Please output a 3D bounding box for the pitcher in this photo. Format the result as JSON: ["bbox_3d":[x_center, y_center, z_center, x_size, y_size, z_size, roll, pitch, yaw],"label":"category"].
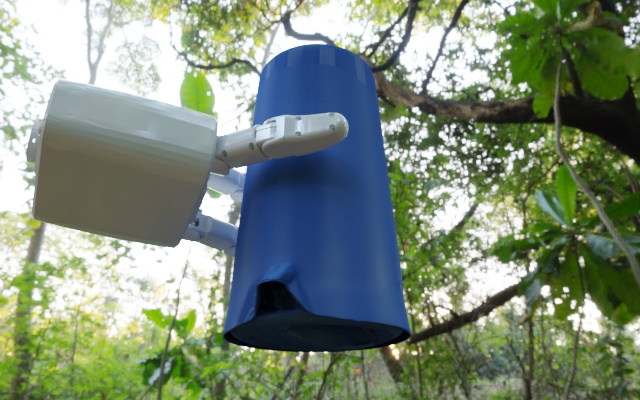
[{"bbox_3d":[0.000,0.001,0.400,0.145,0.242,0.149,11,-28,-22],"label":"pitcher"}]
